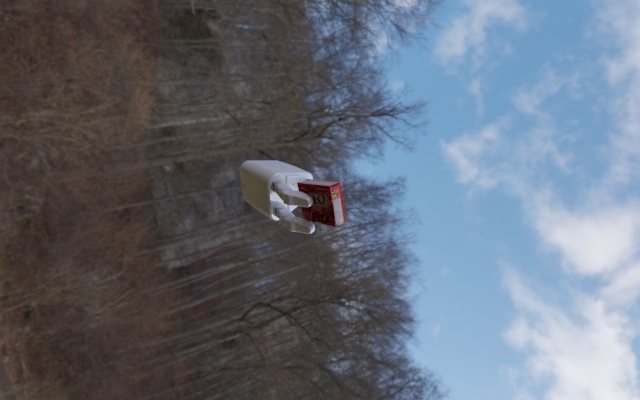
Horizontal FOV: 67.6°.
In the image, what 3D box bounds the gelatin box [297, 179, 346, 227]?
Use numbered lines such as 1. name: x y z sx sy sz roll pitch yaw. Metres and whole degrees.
1. gelatin box: 0.001 0.003 0.843 0.030 0.073 0.089 -22 21 -39
